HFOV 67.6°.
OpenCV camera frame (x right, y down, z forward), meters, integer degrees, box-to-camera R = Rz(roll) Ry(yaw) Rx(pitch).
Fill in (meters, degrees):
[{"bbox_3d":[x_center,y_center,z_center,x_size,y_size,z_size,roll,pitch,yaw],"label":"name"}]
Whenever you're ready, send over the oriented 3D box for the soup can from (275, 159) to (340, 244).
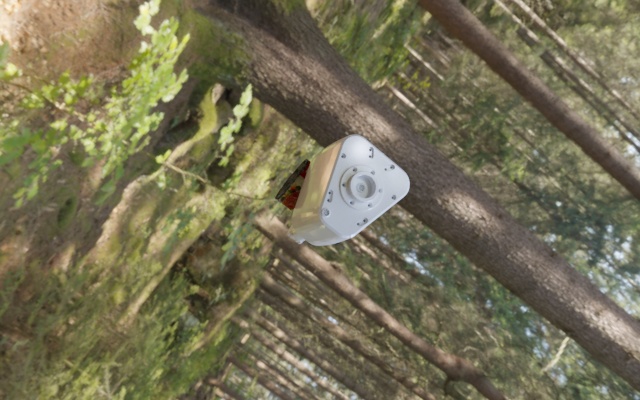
[{"bbox_3d":[0.000,0.002,0.636,0.102,0.068,0.068,38,-7,-9],"label":"soup can"}]
